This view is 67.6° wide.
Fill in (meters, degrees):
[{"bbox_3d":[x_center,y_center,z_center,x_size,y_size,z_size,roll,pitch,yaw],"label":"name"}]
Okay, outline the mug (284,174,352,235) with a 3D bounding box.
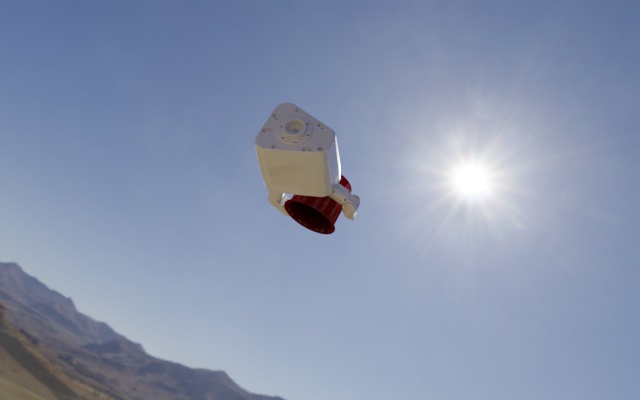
[{"bbox_3d":[0.000,0.003,0.799,0.093,0.081,0.117,23,-26,14],"label":"mug"}]
